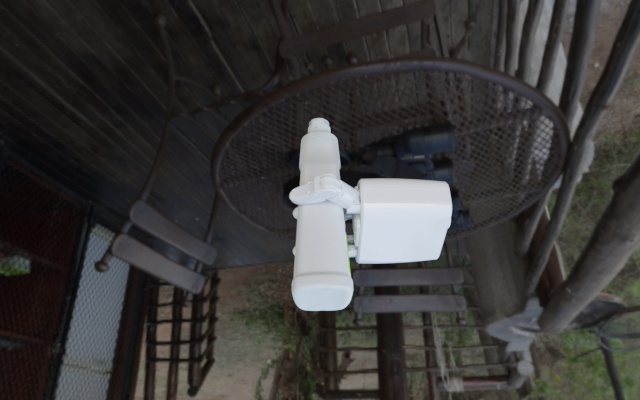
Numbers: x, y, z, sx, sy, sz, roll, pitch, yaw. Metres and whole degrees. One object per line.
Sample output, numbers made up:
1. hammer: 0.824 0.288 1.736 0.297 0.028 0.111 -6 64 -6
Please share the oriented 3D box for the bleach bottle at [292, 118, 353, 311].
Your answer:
1. bleach bottle: 0.000 0.002 0.594 0.068 0.250 0.103 -1 -27 -1
